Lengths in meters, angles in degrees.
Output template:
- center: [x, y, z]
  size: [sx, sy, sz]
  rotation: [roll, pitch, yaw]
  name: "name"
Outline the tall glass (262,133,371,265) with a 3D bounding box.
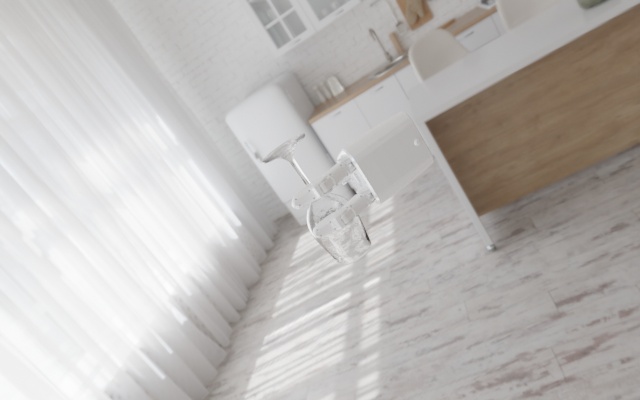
- center: [0.000, 0.002, 0.719]
  size: [0.079, 0.201, 0.079]
  rotation: [-31, 17, 10]
  name: "tall glass"
